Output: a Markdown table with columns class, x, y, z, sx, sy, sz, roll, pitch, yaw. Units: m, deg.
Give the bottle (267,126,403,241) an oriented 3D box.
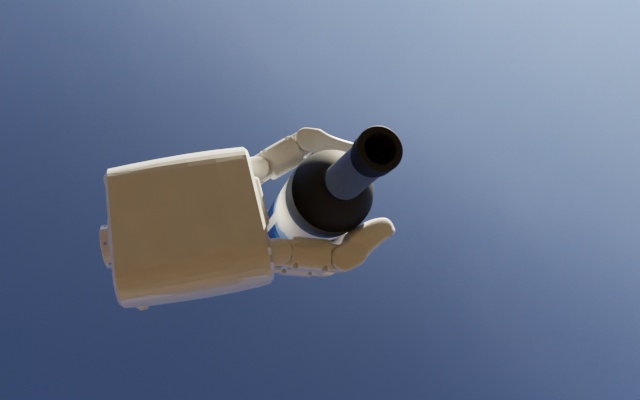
| class | x | y | z | sx | sy | sz | roll | pitch | yaw |
| --- | --- | --- | --- | --- | --- | --- | --- | --- | --- |
| bottle | 0.000 | 0.001 | 0.406 | 0.069 | 0.069 | 0.296 | 0 | -12 | -13 |
